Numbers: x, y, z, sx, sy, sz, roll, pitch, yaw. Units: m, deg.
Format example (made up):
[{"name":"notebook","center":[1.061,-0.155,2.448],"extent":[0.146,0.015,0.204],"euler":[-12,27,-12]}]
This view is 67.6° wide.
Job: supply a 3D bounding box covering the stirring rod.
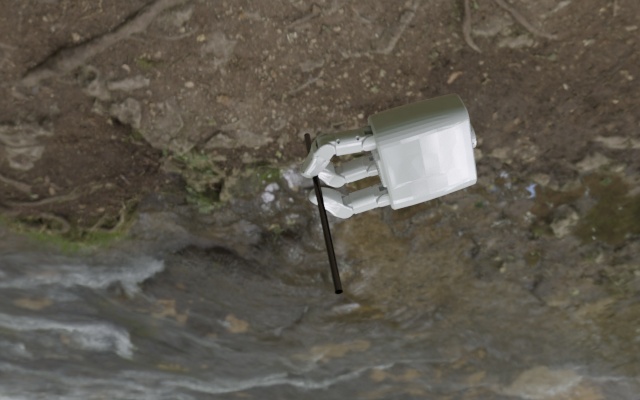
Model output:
[{"name":"stirring rod","center":[0.000,0.002,0.544],"extent":[0.011,0.239,0.011],"euler":[-6,-43,-6]}]
